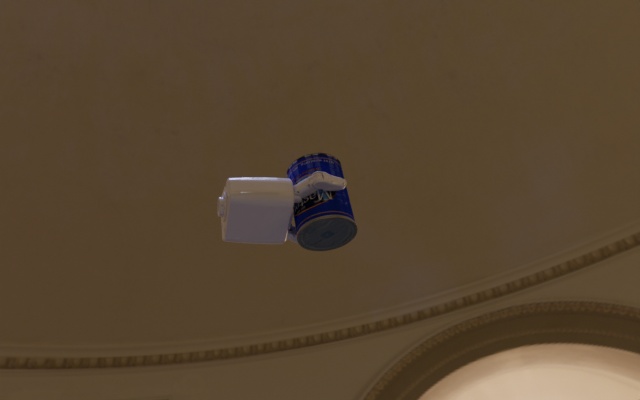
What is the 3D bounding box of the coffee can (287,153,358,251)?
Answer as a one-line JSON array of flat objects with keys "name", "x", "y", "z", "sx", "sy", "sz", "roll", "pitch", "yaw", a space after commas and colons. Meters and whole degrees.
[{"name": "coffee can", "x": 0.000, "y": 0.003, "z": 0.834, "sx": 0.103, "sy": 0.140, "sz": 0.103, "roll": -8, "pitch": -36, "yaw": -6}]
